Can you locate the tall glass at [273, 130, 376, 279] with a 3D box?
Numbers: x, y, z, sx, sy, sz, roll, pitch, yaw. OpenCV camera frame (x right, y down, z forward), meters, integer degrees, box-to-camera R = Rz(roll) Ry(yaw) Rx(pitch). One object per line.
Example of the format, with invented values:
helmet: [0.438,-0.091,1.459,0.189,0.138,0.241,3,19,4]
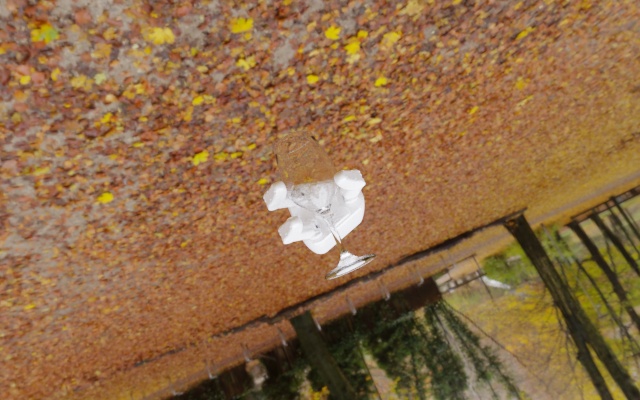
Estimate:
tall glass: [0.000,0.003,0.661,0.079,0.201,0.079,-23,-17,-7]
